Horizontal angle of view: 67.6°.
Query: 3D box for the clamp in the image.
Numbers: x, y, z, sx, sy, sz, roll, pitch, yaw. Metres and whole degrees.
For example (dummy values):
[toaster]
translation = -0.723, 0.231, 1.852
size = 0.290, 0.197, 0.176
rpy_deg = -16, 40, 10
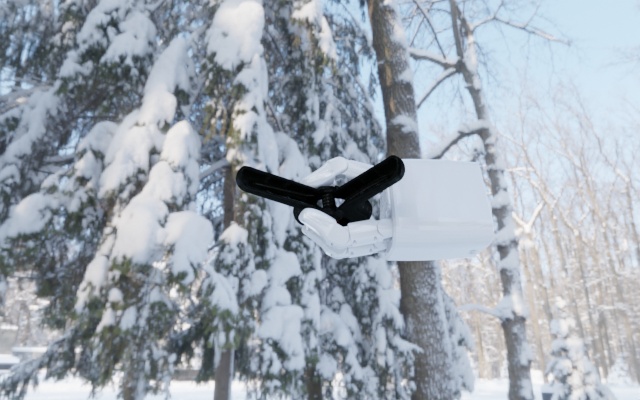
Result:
[clamp]
translation = 0.000, 0.001, 0.544
size = 0.164, 0.036, 0.210
rpy_deg = 0, -19, 1
